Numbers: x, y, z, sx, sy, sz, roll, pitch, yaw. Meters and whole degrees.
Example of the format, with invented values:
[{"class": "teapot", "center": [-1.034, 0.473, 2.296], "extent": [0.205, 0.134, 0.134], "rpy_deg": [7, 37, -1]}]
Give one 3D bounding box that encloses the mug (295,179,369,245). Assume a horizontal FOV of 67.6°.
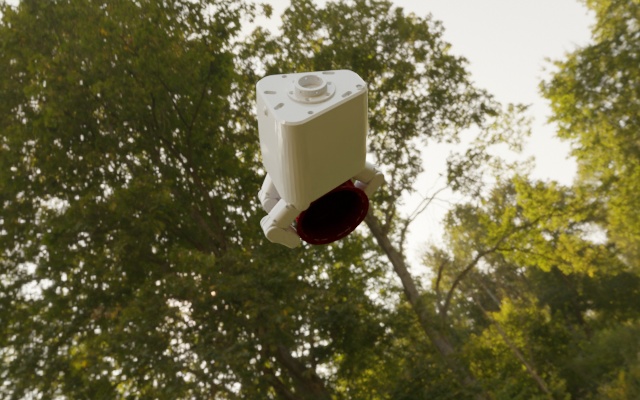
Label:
[{"class": "mug", "center": [0.000, 0.003, 0.594], "extent": [0.093, 0.117, 0.081], "rpy_deg": [-17, 48, -16]}]
